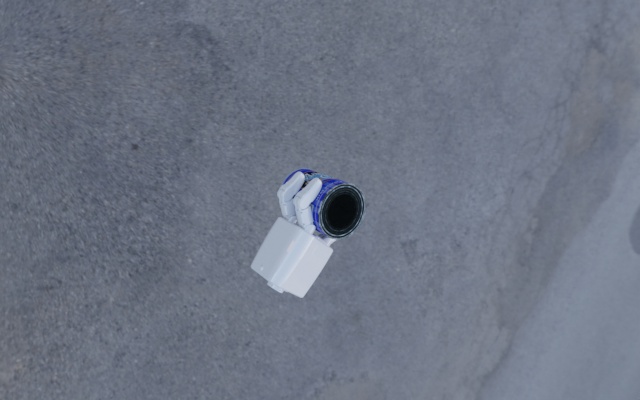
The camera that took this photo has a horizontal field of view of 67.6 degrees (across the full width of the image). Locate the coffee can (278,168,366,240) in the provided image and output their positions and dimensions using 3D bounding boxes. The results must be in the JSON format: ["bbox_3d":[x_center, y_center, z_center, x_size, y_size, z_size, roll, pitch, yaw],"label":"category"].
[{"bbox_3d":[0.000,0.003,0.881,0.103,0.103,0.140,0,14,-35],"label":"coffee can"}]
